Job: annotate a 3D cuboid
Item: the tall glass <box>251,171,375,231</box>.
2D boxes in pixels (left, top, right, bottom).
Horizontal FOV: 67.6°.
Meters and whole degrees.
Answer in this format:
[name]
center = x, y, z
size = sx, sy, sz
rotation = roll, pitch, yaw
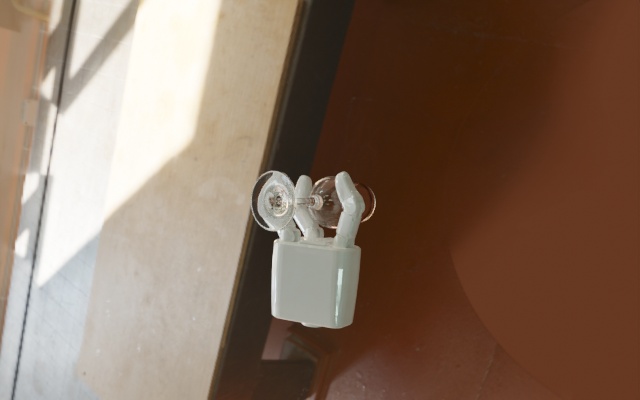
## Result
[tall glass]
center = 0.000, 0.002, 0.663
size = 0.079, 0.079, 0.201
rotation = 0, 0, 36
